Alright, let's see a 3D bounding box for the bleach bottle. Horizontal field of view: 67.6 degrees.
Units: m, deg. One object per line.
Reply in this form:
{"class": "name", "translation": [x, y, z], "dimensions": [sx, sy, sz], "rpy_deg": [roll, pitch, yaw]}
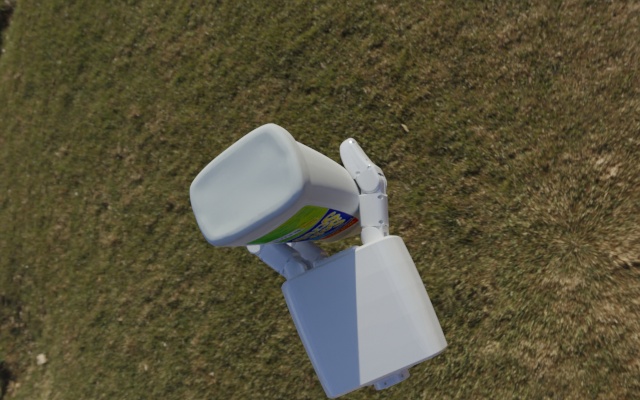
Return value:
{"class": "bleach bottle", "translation": [0.000, 0.001, 0.450], "dimensions": [0.102, 0.068, 0.251], "rpy_deg": [-31, -18, 22]}
